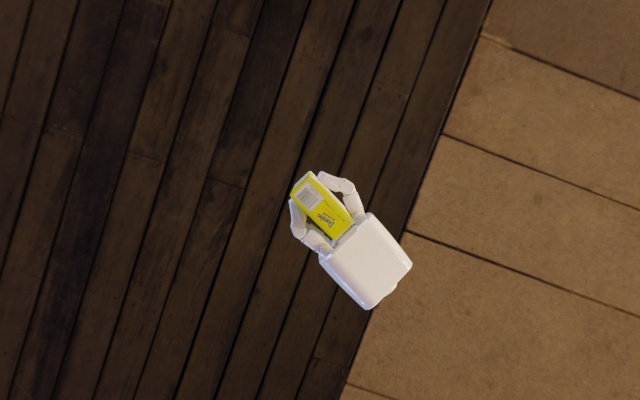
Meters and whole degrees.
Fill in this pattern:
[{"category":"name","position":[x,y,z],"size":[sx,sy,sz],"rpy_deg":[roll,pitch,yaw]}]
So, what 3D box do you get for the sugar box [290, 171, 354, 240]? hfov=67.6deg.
[{"category":"sugar box","position":[0.000,0.003,0.745],"size":[0.048,0.093,0.176],"rpy_deg":[-44,4,1]}]
